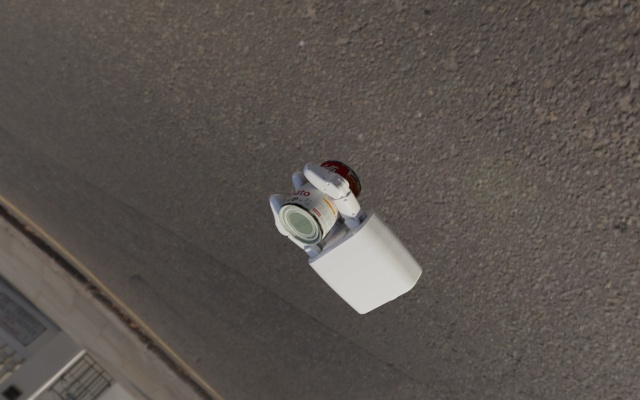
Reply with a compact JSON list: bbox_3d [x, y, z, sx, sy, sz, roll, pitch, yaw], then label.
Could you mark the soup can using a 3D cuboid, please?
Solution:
[{"bbox_3d":[0.000,0.002,0.630,0.068,0.068,0.102,0,36,41],"label":"soup can"}]
